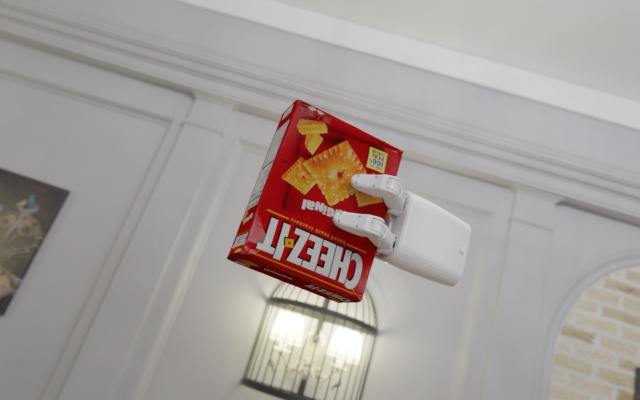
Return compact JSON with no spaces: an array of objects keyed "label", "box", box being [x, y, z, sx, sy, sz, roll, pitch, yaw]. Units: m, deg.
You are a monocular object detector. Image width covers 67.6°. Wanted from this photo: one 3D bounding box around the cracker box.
[{"label":"cracker box","box":[0.000,0.002,0.608,0.164,0.213,0.072,25,-21,-17]}]
